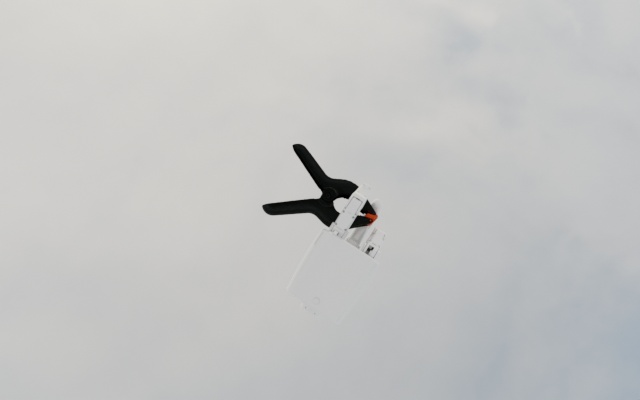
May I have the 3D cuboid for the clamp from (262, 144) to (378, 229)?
[{"bbox_3d":[0.000,0.002,0.727,0.171,0.120,0.039,33,-7,6],"label":"clamp"}]
